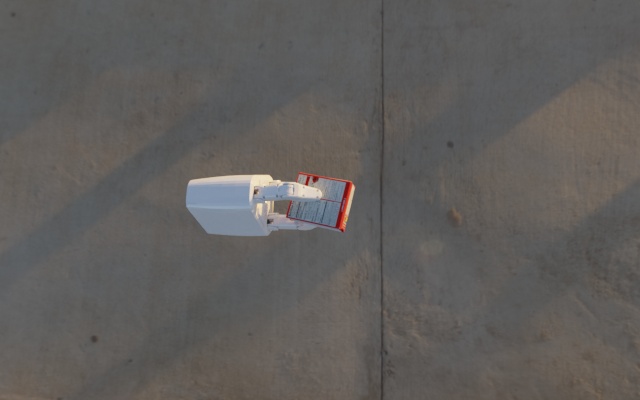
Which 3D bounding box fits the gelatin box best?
[{"bbox_3d":[0.000,0.002,0.717,0.089,0.073,0.030,11,-11,19],"label":"gelatin box"}]
